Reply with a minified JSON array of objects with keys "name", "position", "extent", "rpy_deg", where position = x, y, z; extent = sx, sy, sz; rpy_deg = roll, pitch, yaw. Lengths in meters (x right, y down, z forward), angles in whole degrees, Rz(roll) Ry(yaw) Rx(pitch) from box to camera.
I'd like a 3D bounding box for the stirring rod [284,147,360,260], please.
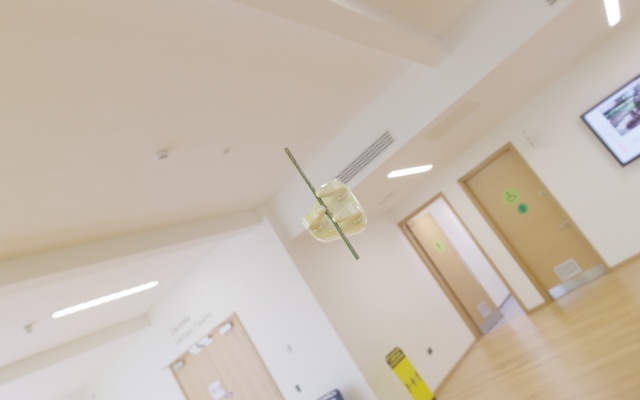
[{"name":"stirring rod","position":[0.000,0.003,0.845],"extent":[0.011,0.239,0.011],"rpy_deg":[-31,-14,-9]}]
